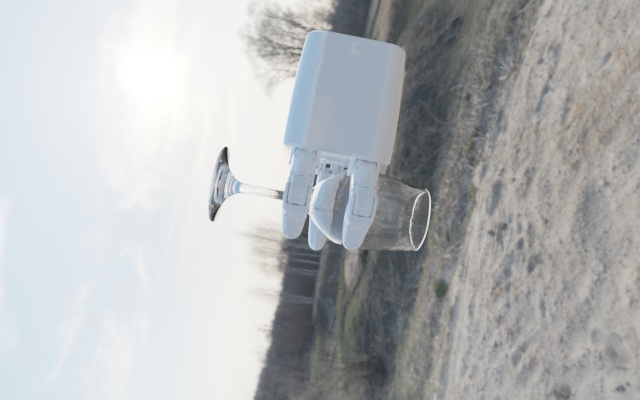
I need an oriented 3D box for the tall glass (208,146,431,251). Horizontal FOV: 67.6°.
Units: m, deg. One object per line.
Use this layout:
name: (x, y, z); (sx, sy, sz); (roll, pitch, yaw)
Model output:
tall glass: (-0.001, 0.002, 0.462); (0.201, 0.079, 0.079); (11, 0, -2)
